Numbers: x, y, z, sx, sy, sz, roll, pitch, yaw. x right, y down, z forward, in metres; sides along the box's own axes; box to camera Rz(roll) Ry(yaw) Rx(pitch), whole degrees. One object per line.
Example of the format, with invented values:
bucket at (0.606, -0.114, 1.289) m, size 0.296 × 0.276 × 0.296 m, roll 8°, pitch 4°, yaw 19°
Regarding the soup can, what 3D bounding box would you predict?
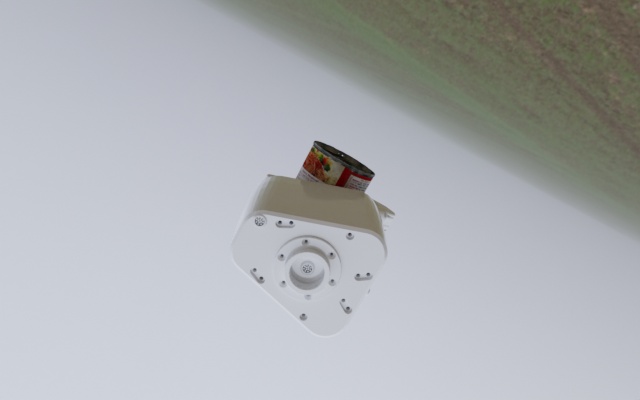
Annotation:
soup can at (0.000, 0.002, 0.474) m, size 0.068 × 0.102 × 0.068 m, roll 27°, pitch 13°, yaw -7°
